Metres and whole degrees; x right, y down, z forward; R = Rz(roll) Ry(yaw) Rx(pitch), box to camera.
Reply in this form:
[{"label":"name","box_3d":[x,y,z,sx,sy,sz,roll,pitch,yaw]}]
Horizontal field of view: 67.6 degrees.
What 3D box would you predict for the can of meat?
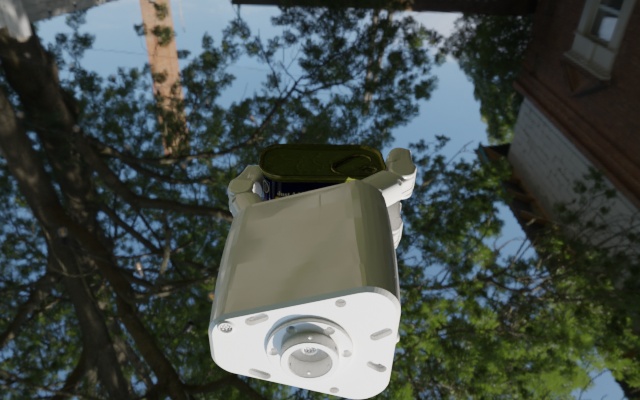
[{"label":"can of meat","box_3d":[0.000,0.002,0.409,0.102,0.084,0.057,0,32,-4]}]
